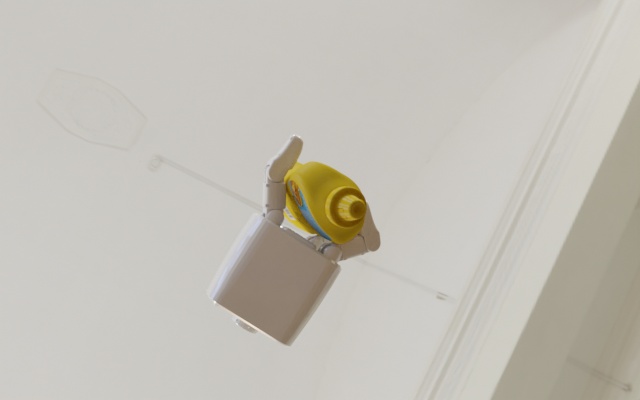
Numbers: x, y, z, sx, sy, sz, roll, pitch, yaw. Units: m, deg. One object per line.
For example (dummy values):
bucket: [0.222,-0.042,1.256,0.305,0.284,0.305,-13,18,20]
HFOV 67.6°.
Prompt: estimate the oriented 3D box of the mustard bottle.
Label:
mustard bottle: [0.000,0.001,0.533,0.058,0.096,0.191,-34,15,-15]
